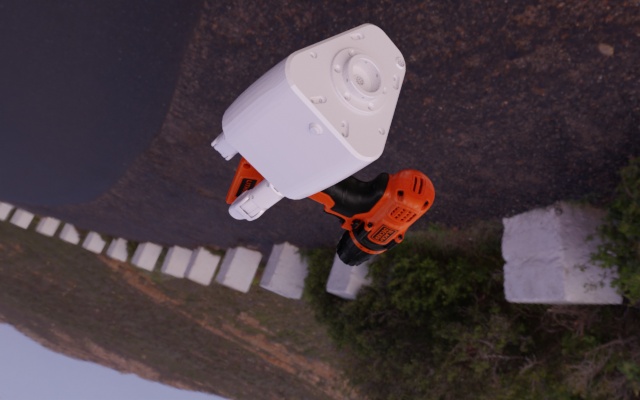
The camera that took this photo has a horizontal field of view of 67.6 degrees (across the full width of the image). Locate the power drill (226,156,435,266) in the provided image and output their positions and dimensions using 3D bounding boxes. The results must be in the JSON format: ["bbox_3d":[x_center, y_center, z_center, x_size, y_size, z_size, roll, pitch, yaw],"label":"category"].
[{"bbox_3d":[0.000,0.001,0.505,0.187,0.057,0.184,20,-34,-10],"label":"power drill"}]
